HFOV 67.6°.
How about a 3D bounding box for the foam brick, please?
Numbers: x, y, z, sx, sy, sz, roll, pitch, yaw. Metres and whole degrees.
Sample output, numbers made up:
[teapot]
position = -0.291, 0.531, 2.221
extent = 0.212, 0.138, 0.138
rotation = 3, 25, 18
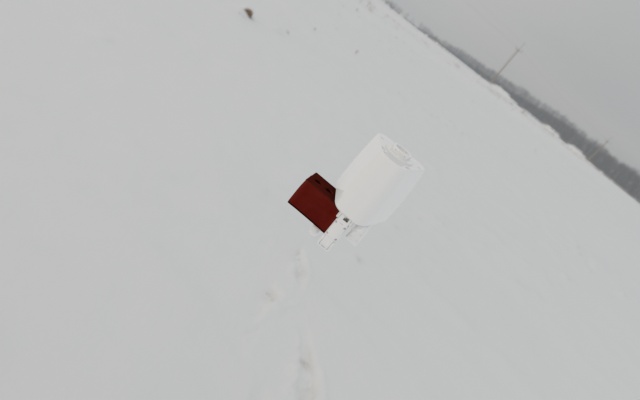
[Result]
[foam brick]
position = 0.000, 0.002, 0.745
extent = 0.078, 0.051, 0.053
rotation = 40, 25, 5
